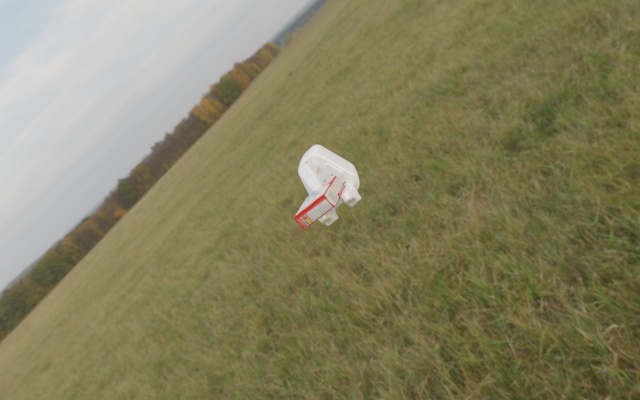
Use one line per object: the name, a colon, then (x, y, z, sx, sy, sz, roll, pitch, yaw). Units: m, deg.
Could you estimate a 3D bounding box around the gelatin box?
gelatin box: (0.000, 0.002, 0.810, 0.073, 0.030, 0.089, -37, 10, 26)
